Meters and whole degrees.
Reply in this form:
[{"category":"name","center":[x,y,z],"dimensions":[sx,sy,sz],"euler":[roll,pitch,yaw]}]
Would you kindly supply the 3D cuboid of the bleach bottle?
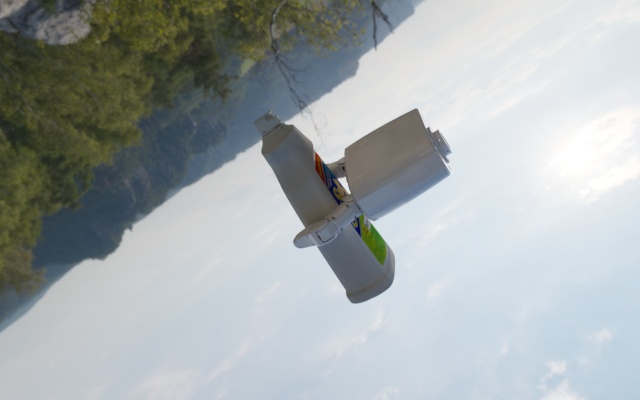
[{"category":"bleach bottle","center":[0.000,0.002,0.592],"dimensions":[0.068,0.251,0.102],"euler":[-30,15,21]}]
